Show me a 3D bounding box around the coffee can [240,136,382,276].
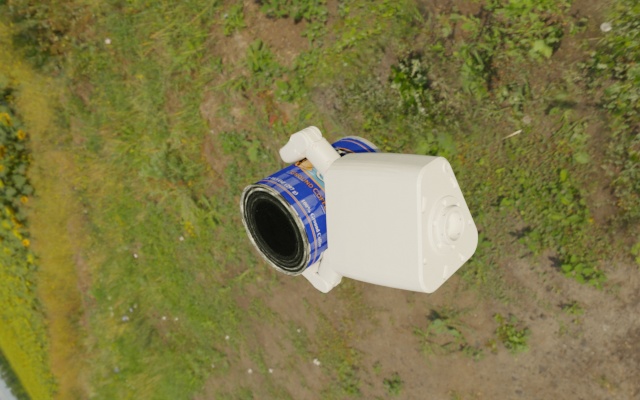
[{"bbox_3d":[0.000,0.002,0.515,0.140,0.103,0.103,-31,19,-36],"label":"coffee can"}]
